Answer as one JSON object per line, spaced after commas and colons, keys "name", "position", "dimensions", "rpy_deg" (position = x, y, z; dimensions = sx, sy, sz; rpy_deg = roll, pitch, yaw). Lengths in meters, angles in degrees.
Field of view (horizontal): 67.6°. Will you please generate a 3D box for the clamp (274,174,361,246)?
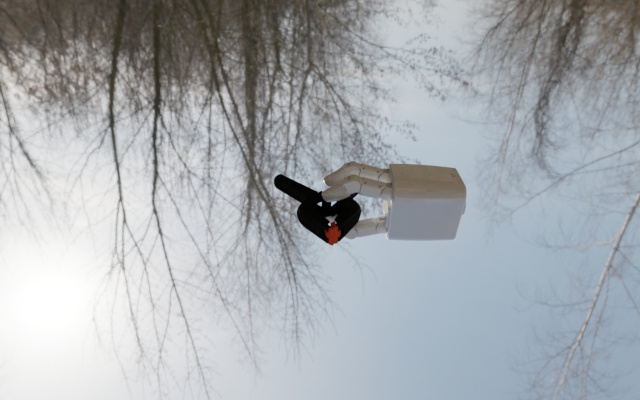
{"name": "clamp", "position": [0.000, 0.003, 0.735], "dimensions": [0.164, 0.036, 0.210], "rpy_deg": [0, 26, 3]}
